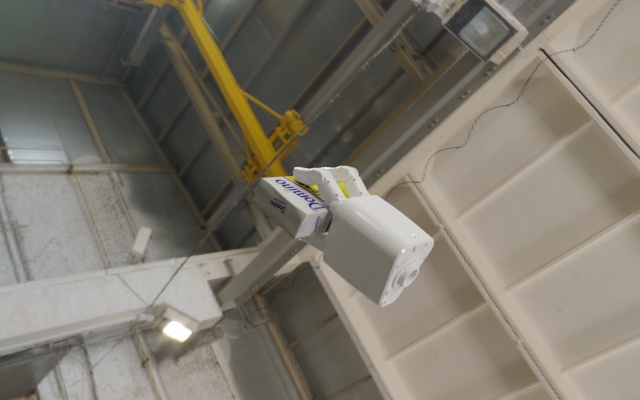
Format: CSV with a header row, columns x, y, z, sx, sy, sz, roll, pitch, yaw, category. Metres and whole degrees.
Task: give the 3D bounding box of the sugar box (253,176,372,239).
x,y,z,sx,sy,sz,roll,pitch,yaw,category
0.000,0.002,0.684,0.093,0.048,0.176,38,25,31,sugar box
